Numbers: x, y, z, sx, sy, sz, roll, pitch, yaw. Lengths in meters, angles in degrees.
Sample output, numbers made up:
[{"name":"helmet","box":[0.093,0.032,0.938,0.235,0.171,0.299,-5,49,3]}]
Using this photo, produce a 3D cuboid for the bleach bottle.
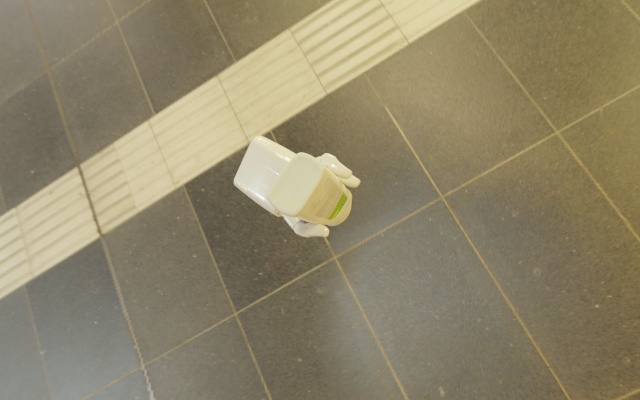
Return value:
[{"name":"bleach bottle","box":[0.000,0.003,0.835,0.068,0.102,0.251,33,-2,22]}]
